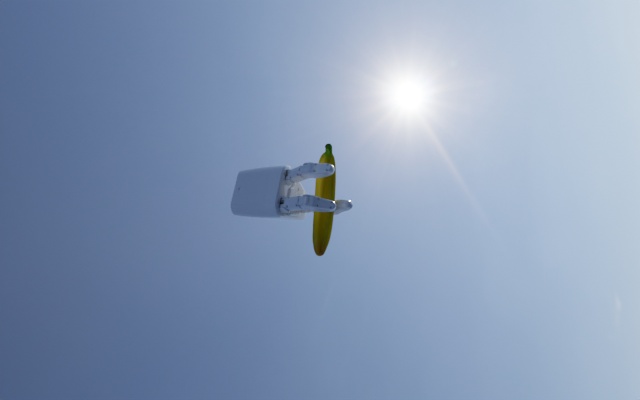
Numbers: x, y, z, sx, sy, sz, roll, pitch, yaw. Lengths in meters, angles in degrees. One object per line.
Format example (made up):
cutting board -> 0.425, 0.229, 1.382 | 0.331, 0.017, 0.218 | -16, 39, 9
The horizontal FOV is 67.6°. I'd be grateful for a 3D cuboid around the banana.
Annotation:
banana -> 0.005, -0.001, 0.864 | 0.037, 0.198, 0.069 | 3, 1, 14
